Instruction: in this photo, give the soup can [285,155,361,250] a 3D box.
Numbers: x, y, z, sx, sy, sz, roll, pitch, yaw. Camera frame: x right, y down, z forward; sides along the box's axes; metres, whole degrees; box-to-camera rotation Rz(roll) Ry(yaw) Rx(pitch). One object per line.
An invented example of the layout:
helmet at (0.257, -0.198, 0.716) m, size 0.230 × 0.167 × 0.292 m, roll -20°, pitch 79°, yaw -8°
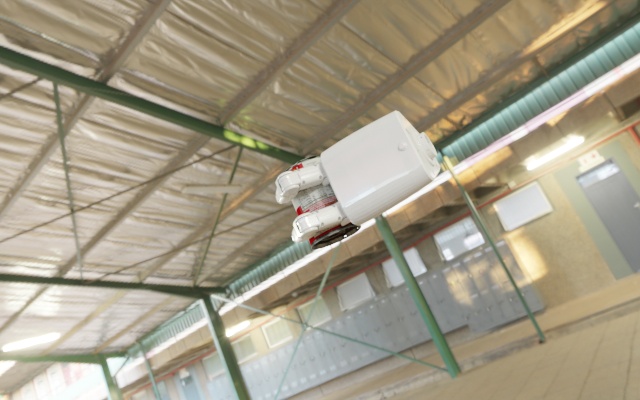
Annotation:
soup can at (0.000, 0.002, 0.606) m, size 0.068 × 0.102 × 0.068 m, roll -22°, pitch -15°, yaw -6°
